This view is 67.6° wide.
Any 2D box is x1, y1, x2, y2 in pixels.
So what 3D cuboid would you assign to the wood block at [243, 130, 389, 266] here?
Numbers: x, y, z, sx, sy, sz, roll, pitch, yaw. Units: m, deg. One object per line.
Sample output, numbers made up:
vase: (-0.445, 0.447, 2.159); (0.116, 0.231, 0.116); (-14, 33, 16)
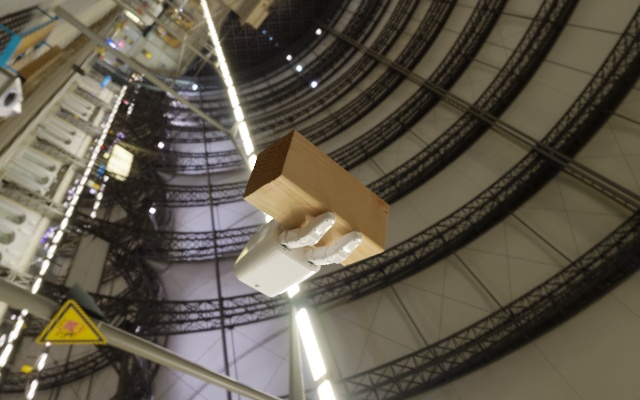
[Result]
wood block: (0.000, 0.002, 0.715); (0.206, 0.090, 0.090); (36, -44, -28)
